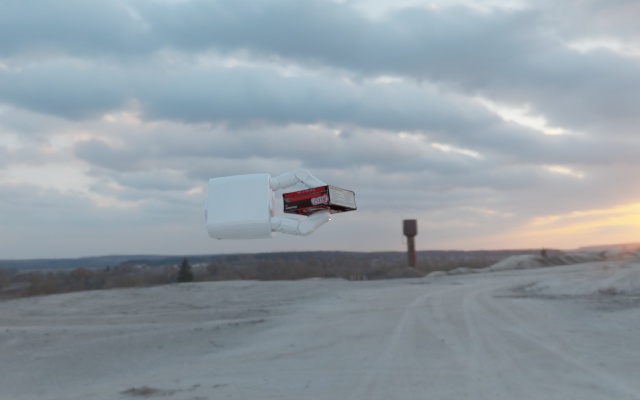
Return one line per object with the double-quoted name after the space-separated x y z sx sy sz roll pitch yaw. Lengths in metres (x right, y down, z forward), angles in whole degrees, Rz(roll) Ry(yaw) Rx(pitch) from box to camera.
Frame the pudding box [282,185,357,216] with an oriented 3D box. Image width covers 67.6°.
0.000 0.003 0.830 0.090 0.039 0.113 -9 -7 27 "pudding box"
